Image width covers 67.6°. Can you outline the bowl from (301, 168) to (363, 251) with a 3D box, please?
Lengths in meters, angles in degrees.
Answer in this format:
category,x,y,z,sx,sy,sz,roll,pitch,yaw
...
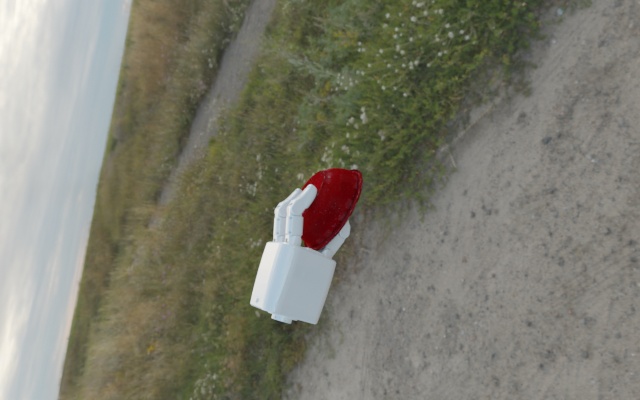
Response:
category,x,y,z,sx,sy,sz,roll,pitch,yaw
bowl,0.000,0.001,0.806,0.055,0.162,0.162,33,-12,-19
